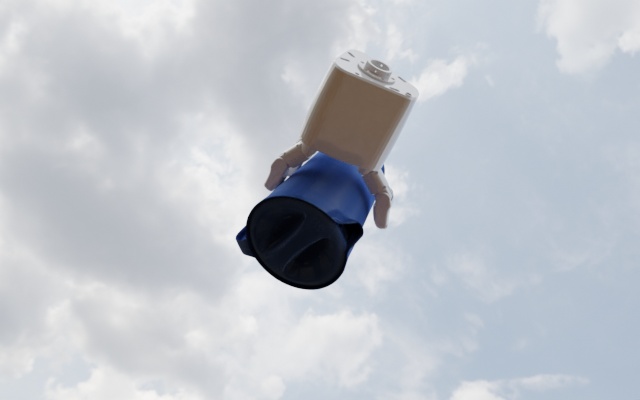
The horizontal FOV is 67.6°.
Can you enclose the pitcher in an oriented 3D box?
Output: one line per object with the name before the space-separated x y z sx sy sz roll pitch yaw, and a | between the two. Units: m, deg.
pitcher | 0.000 0.002 0.667 0.149 0.145 0.242 29 35 6
